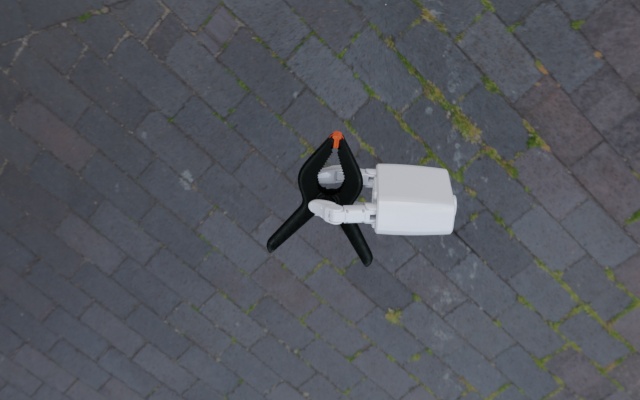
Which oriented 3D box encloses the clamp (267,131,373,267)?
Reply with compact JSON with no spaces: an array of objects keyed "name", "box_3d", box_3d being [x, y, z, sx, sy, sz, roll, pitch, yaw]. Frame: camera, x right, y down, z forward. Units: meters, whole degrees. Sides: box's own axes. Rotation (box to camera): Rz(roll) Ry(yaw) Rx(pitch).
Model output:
[{"name":"clamp","box_3d":[0.000,0.002,0.706,0.164,0.210,0.036,2,23,1]}]
